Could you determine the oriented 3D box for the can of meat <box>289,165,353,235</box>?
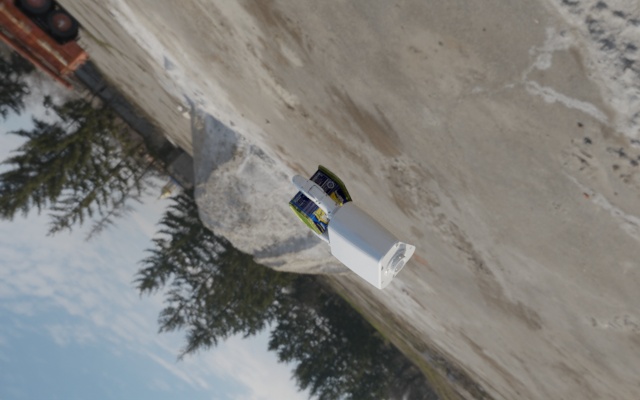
[{"bbox_3d":[0.000,0.003,0.800,0.057,0.084,0.102,37,-9,26],"label":"can of meat"}]
